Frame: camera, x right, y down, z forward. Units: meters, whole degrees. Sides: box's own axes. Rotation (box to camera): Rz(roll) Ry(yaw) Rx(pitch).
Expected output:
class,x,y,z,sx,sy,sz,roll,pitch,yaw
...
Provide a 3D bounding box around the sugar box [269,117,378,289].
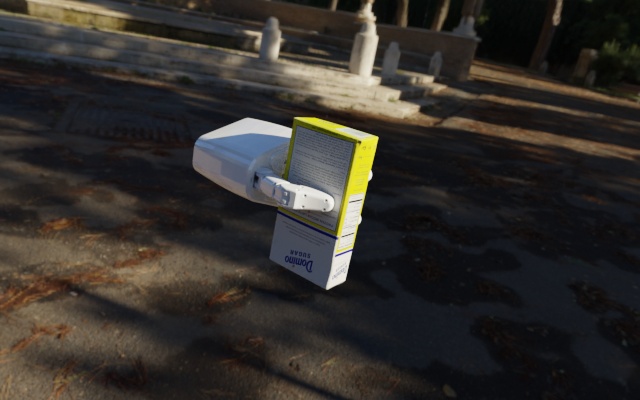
class,x,y,z,sx,sy,sz,roll,pitch,yaw
sugar box,0.000,0.002,0.548,0.093,0.176,0.048,23,23,32
